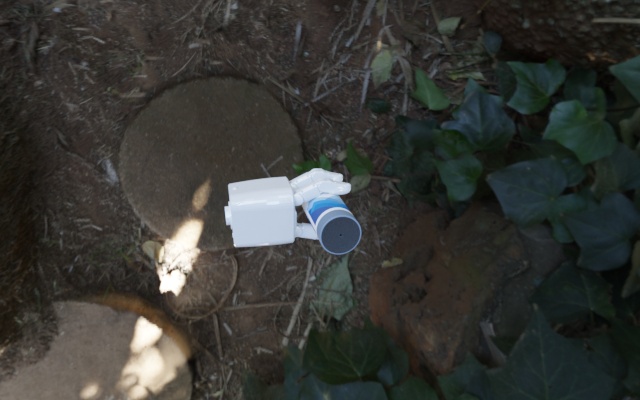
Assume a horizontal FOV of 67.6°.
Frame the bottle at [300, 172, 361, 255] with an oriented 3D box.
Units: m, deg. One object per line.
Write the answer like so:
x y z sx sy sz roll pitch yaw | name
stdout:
0.000 0.003 0.865 0.069 0.069 0.295 0 20 -13 | bottle
